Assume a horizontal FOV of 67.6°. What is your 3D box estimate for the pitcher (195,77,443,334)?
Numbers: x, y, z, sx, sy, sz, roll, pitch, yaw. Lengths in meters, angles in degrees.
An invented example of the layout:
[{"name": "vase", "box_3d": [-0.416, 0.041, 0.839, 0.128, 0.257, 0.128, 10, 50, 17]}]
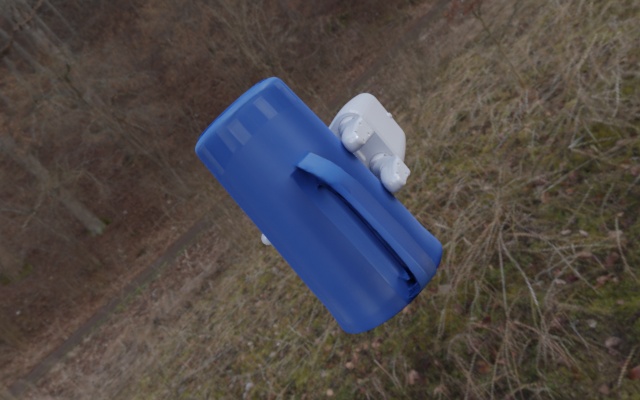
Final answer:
[{"name": "pitcher", "box_3d": [0.000, 0.001, 0.464, 0.149, 0.243, 0.145, -37, 11, 29]}]
